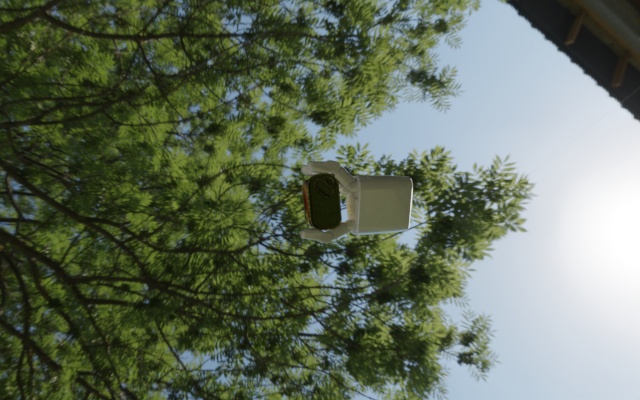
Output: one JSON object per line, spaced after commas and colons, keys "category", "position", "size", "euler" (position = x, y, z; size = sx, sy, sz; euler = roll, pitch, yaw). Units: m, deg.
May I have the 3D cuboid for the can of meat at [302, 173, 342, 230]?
{"category": "can of meat", "position": [0.000, 0.003, 0.896], "size": [0.057, 0.102, 0.084], "euler": [-5, 0, -11]}
